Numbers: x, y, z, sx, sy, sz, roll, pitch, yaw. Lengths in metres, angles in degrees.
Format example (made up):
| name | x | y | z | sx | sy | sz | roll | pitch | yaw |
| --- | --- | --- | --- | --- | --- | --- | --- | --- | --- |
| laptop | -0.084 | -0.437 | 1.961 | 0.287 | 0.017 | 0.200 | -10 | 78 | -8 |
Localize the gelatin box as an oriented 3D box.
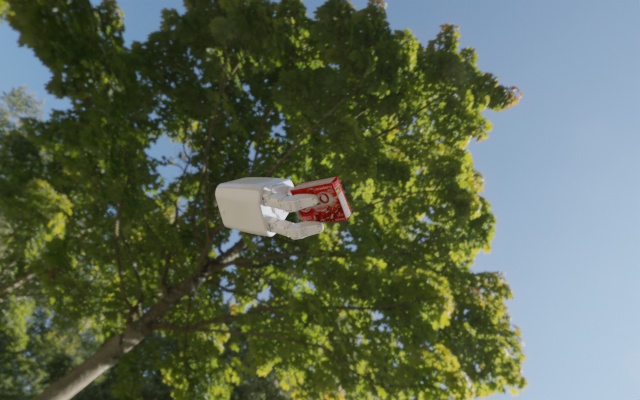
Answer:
| name | x | y | z | sx | sy | sz | roll | pitch | yaw |
| --- | --- | --- | --- | --- | --- | --- | --- | --- | --- |
| gelatin box | 0.001 | 0.002 | 0.828 | 0.089 | 0.073 | 0.030 | -9 | 23 | 32 |
